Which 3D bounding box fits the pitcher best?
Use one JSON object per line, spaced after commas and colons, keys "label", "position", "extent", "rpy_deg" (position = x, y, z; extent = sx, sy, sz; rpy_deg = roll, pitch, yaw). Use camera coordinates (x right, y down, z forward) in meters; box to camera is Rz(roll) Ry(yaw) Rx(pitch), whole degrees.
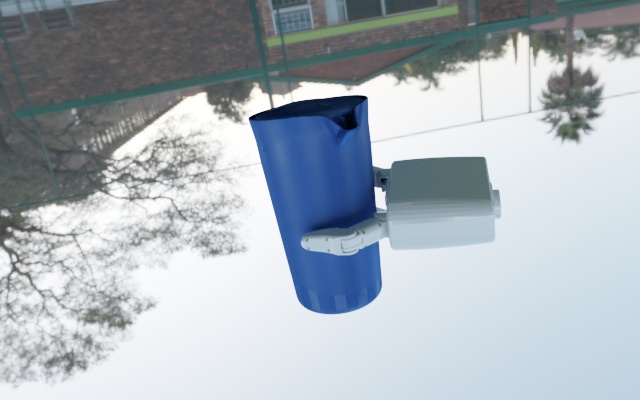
{"label": "pitcher", "position": [0.000, 0.002, 0.567], "extent": [0.145, 0.243, 0.149], "rpy_deg": [-4, 19, 15]}
